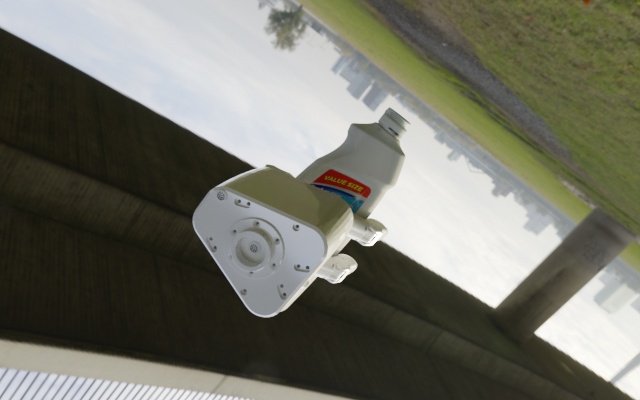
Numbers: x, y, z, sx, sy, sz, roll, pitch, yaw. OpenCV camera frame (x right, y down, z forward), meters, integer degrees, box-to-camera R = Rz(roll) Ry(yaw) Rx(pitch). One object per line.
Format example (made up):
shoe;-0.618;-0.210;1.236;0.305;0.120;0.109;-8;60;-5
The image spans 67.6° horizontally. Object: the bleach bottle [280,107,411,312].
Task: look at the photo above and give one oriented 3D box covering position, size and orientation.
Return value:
bleach bottle;0.000;0.002;0.524;0.102;0.251;0.068;40;16;3
